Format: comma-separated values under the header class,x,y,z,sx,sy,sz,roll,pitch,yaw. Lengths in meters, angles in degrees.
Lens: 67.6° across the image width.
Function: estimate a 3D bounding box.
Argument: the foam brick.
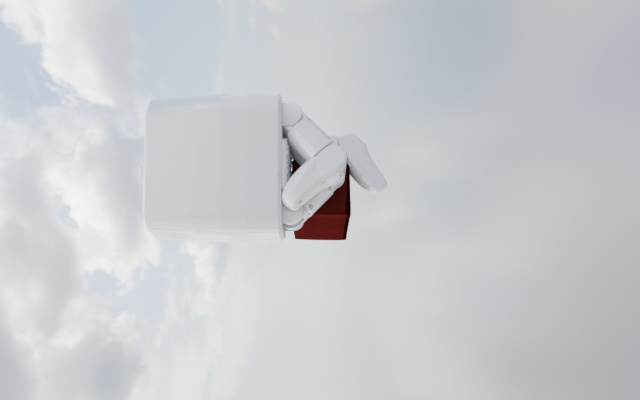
class,x,y,z,sx,sy,sz,roll,pitch,yaw
foam brick,0.000,0.002,0.445,0.051,0.053,0.078,0,-22,0
